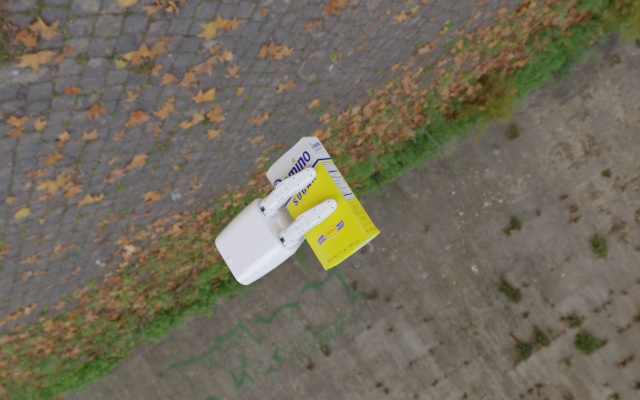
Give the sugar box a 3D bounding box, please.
[{"bbox_3d":[0.000,0.003,0.703,0.093,0.176,0.048,-40,-11,29],"label":"sugar box"}]
